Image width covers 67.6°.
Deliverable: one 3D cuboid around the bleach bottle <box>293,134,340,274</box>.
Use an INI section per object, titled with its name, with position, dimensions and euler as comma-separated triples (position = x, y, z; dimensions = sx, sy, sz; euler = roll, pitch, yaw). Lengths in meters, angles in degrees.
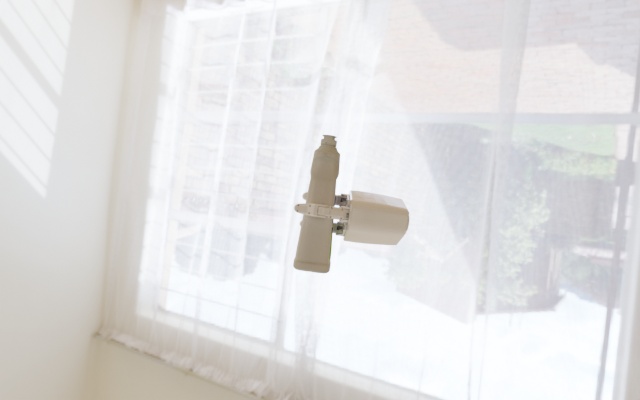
[bleach bottle]
position = 0.000, 0.003, 0.883
dimensions = 0.068, 0.251, 0.102
euler = 8, -2, 1
